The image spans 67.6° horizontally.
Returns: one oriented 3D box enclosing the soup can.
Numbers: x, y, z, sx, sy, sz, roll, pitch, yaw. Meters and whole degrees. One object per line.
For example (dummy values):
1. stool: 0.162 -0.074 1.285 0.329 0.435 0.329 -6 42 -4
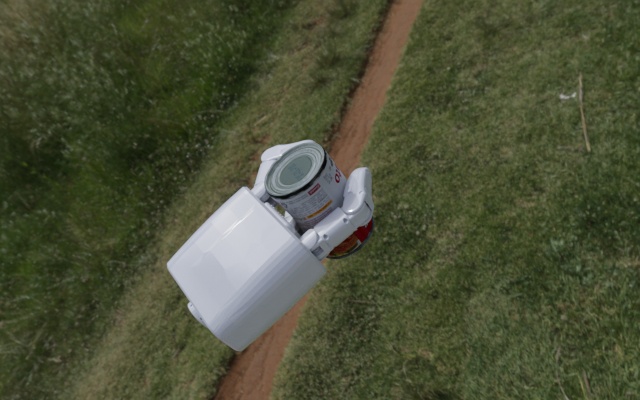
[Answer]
1. soup can: 0.000 0.001 0.465 0.068 0.068 0.102 0 -38 38
